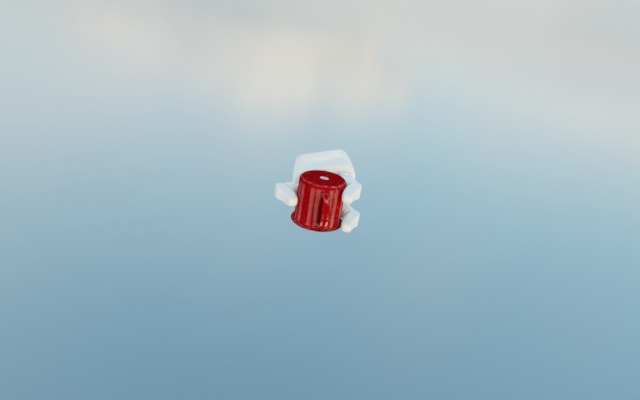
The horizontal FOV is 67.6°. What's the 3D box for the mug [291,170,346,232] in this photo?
[{"bbox_3d":[0.000,0.003,0.814,0.093,0.081,0.117,6,24,-7],"label":"mug"}]
